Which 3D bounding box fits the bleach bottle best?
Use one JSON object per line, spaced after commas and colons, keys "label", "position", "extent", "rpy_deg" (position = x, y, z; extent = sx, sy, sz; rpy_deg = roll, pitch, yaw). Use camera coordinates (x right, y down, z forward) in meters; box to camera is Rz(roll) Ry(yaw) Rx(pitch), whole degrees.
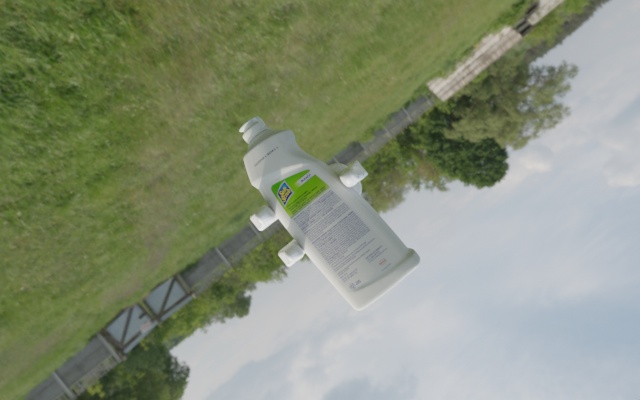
{"label": "bleach bottle", "position": [0.000, 0.002, 0.563], "extent": [0.102, 0.251, 0.068], "rpy_deg": [-39, -1, 1]}
